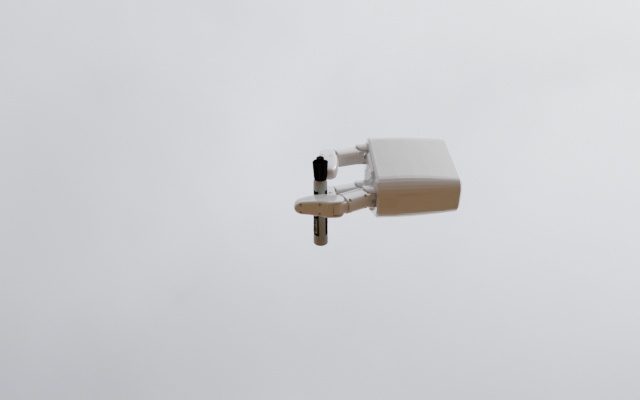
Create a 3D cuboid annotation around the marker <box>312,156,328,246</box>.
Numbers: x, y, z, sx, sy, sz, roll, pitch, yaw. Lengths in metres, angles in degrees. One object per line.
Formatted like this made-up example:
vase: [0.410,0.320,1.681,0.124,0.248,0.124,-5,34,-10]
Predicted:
marker: [0.000,0.002,0.590,0.020,0.121,0.020,0,30,0]
